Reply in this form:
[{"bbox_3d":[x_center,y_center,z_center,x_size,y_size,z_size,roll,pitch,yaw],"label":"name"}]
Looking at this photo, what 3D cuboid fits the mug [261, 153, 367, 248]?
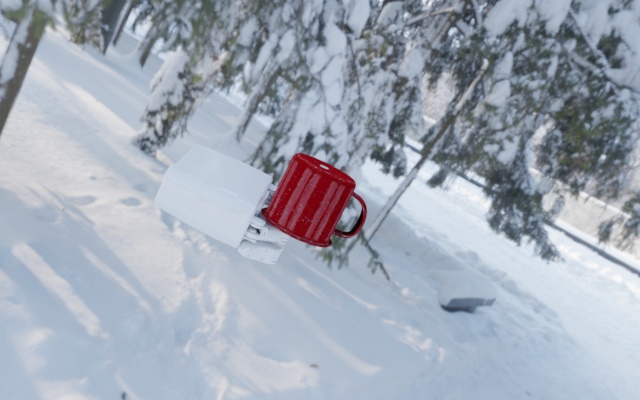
[{"bbox_3d":[0.001,0.002,0.560,0.117,0.081,0.093,26,11,-6],"label":"mug"}]
